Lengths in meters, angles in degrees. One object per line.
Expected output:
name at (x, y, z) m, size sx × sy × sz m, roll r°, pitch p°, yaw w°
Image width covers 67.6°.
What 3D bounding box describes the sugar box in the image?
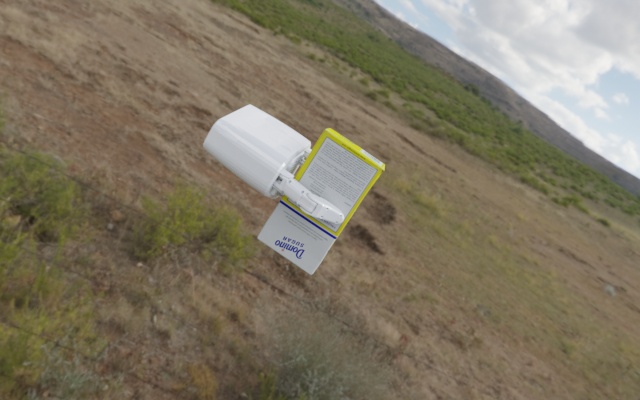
sugar box at (0.000, 0.002, 0.641) m, size 0.093 × 0.176 × 0.048 m, roll 35°, pitch 16°, yaw 2°
